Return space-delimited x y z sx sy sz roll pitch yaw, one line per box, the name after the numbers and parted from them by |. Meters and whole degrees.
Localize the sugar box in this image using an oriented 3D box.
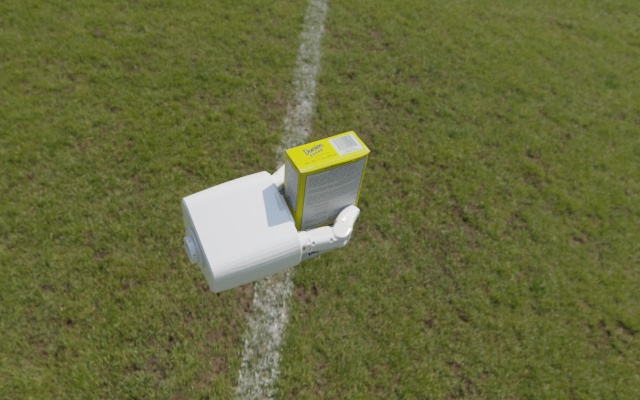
0.000 0.002 0.600 0.093 0.048 0.176 -18 -35 -23 | sugar box
